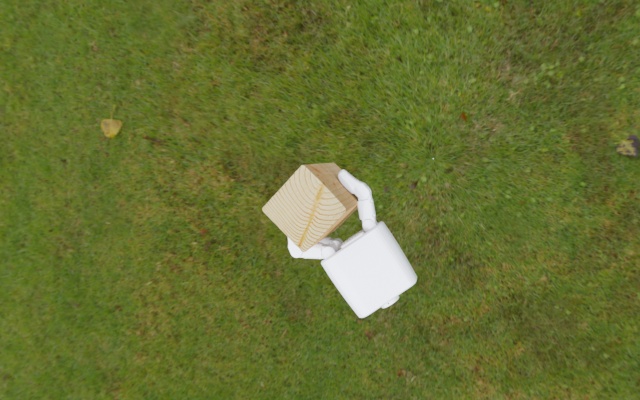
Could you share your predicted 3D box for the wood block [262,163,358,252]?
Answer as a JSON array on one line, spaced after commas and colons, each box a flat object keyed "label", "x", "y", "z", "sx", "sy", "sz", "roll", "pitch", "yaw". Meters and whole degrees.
[{"label": "wood block", "x": 0.001, "y": 0.003, "z": 0.756, "sx": 0.091, "sy": 0.090, "sz": 0.206, "roll": -46, "pitch": -6, "yaw": 13}]
